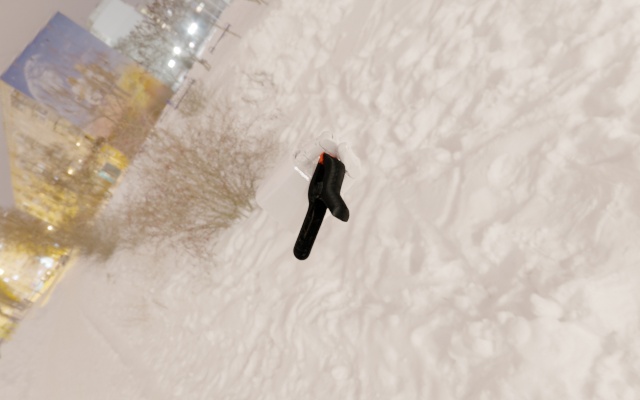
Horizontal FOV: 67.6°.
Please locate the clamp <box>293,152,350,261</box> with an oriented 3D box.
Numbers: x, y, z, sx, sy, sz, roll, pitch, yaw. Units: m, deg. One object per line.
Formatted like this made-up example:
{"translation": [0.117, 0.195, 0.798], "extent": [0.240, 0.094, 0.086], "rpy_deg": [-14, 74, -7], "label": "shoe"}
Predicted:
{"translation": [0.000, 0.002, 0.685], "extent": [0.039, 0.171, 0.120], "rpy_deg": [32, -56, -21], "label": "clamp"}
